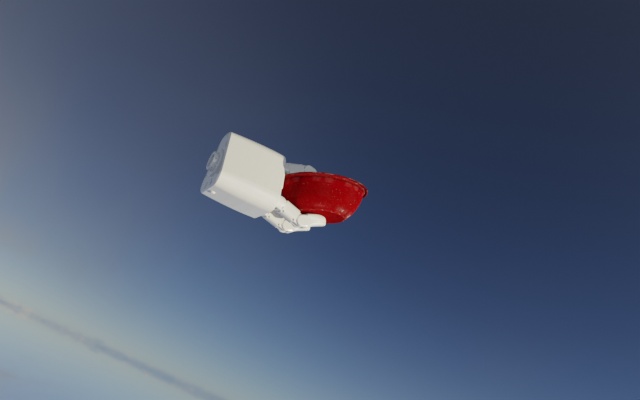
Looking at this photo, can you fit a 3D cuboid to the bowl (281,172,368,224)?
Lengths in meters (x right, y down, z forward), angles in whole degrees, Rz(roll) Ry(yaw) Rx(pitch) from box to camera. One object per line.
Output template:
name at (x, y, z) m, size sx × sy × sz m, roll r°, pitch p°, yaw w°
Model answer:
bowl at (0.001, 0.003, 0.837) m, size 0.162 × 0.055 × 0.162 m, roll 6°, pitch -16°, yaw 2°
